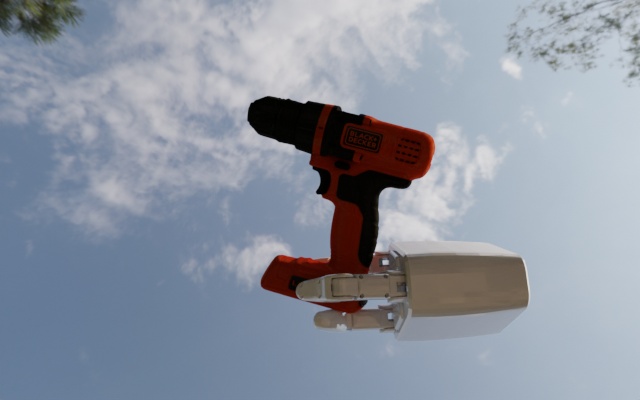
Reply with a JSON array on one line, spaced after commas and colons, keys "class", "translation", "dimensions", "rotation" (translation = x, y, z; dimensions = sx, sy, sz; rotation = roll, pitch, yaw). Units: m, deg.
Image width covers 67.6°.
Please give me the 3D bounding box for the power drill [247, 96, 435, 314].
[{"class": "power drill", "translation": [0.000, 0.002, 0.464], "dimensions": [0.184, 0.187, 0.057], "rotation": [15, 6, 9]}]
